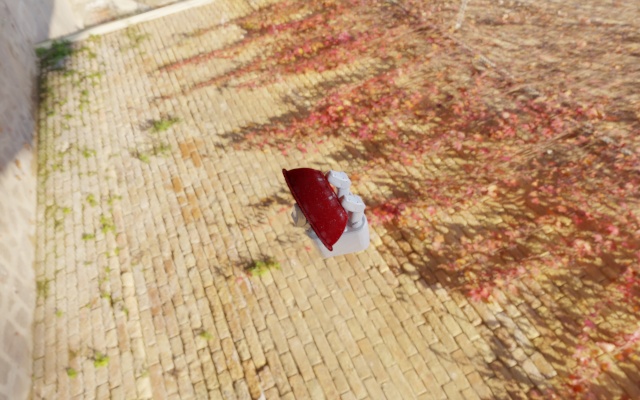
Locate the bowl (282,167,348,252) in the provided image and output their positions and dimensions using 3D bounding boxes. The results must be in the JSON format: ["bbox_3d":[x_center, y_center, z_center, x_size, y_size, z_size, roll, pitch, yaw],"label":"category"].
[{"bbox_3d":[0.000,0.002,0.796,0.055,0.162,0.162,-31,-3,5],"label":"bowl"}]
